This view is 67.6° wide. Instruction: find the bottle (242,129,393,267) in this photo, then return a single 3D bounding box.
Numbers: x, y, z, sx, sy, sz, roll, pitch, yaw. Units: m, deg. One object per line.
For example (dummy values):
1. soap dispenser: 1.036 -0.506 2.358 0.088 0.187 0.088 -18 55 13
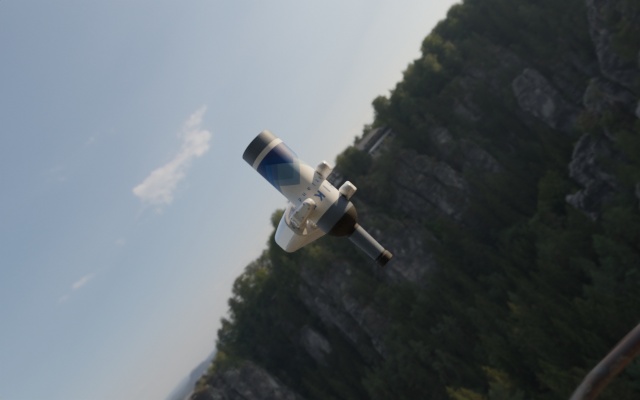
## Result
1. bottle: 0.000 0.002 0.794 0.295 0.069 0.069 42 4 4
